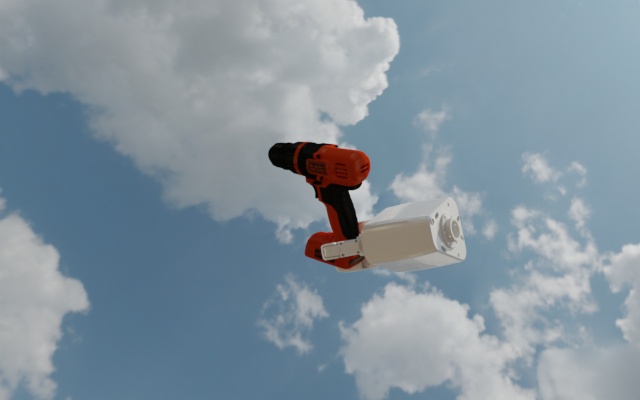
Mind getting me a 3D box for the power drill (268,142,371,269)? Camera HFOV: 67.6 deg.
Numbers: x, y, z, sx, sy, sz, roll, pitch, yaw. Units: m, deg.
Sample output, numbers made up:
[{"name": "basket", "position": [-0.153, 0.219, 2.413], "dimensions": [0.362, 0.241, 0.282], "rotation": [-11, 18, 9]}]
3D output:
[{"name": "power drill", "position": [0.000, 0.003, 0.727], "dimensions": [0.184, 0.188, 0.057], "rotation": [14, 33, 42]}]
